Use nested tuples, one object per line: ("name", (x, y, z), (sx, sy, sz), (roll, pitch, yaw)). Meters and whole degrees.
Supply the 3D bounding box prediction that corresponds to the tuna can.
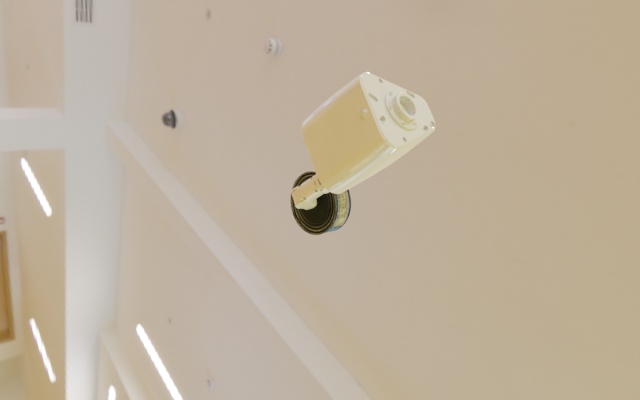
("tuna can", (0.000, 0.002, 0.648), (0.086, 0.086, 0.034), (0, 6, 44))
